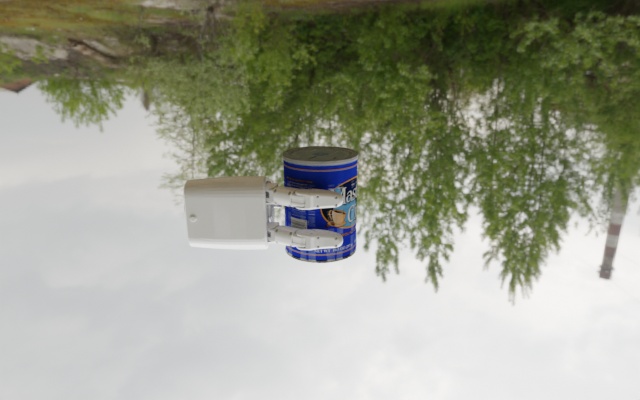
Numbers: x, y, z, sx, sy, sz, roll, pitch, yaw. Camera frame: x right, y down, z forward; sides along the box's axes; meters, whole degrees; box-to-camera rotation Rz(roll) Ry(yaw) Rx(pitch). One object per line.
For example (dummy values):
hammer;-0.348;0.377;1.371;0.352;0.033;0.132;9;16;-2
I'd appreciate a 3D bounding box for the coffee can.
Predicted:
coffee can;0.000;0.002;0.664;0.103;0.140;0.102;0;17;0
